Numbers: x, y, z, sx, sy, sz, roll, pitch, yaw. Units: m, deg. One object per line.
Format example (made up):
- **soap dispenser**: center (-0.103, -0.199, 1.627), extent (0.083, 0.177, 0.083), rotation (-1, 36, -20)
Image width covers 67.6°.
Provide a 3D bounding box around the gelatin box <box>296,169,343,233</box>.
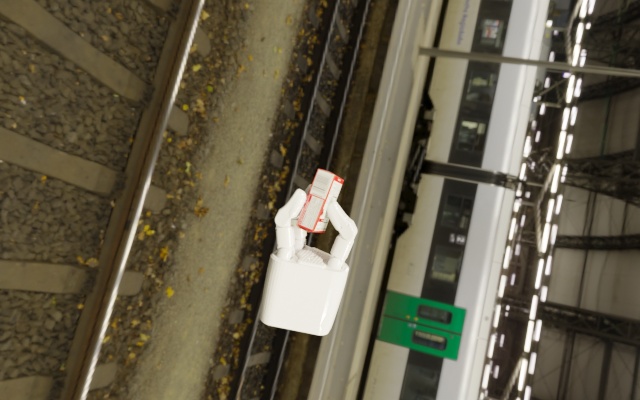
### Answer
- **gelatin box**: center (0.001, 0.002, 0.698), extent (0.030, 0.089, 0.073), rotation (22, 2, 13)
